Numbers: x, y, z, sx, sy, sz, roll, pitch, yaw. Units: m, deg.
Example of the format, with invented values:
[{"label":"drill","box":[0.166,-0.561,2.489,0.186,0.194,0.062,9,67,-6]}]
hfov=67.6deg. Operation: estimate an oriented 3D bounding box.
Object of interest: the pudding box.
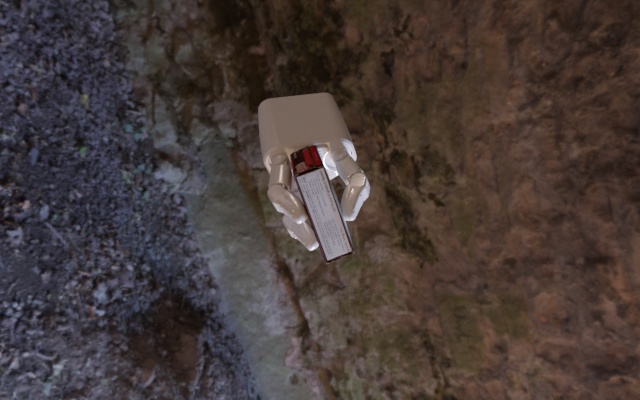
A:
[{"label":"pudding box","box":[0.000,0.002,0.550,0.039,0.113,0.090,-21,21,3]}]
